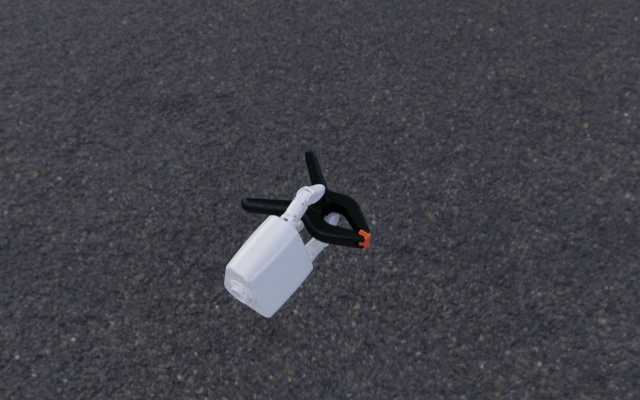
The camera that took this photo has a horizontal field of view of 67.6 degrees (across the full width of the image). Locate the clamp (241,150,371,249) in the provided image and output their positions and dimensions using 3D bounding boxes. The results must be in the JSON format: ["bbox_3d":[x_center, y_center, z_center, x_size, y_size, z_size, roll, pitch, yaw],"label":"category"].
[{"bbox_3d":[0.000,0.002,0.774,0.210,0.164,0.036,28,-33,21],"label":"clamp"}]
